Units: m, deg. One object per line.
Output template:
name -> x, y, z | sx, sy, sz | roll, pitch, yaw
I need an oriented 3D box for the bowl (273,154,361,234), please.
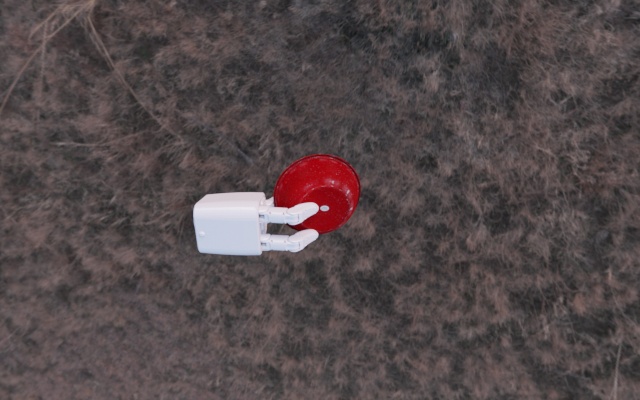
bowl -> 0.001, 0.003, 0.838 | 0.162, 0.162, 0.055 | 0, 29, -14
